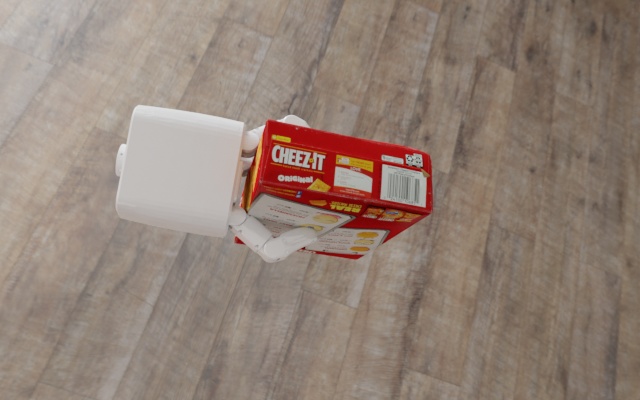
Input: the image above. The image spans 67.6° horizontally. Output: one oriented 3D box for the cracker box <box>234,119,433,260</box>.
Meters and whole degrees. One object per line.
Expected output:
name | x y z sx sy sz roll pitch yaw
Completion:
cracker box | 0.000 0.002 0.523 0.164 0.072 0.214 9 -20 -13
